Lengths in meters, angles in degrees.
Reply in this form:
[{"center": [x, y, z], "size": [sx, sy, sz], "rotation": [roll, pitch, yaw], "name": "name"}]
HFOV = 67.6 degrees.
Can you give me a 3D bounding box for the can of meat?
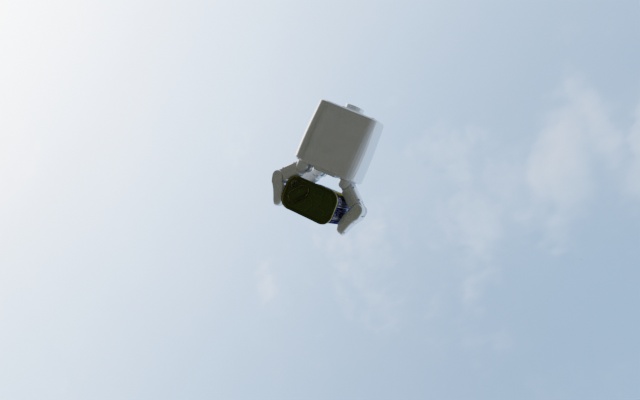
[{"center": [0.000, 0.003, 0.794], "size": [0.102, 0.057, 0.084], "rotation": [24, 6, 29], "name": "can of meat"}]
